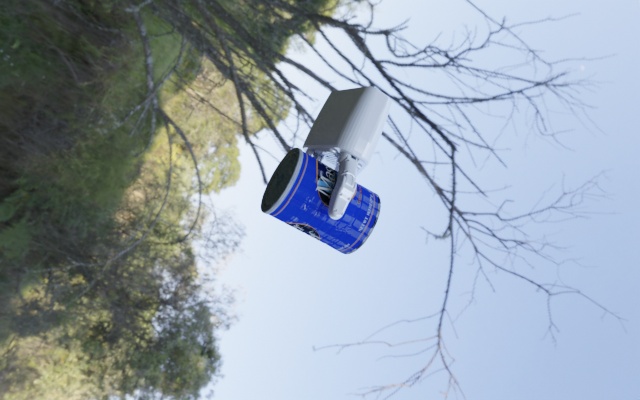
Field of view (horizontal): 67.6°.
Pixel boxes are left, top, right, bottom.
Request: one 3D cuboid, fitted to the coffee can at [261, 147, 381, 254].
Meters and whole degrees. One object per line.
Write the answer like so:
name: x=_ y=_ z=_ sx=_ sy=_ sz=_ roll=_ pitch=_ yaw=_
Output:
coffee can: x=0.000 y=0.002 z=0.685 sx=0.140 sy=0.103 sz=0.103 roll=29 pitch=-11 yaw=-20
